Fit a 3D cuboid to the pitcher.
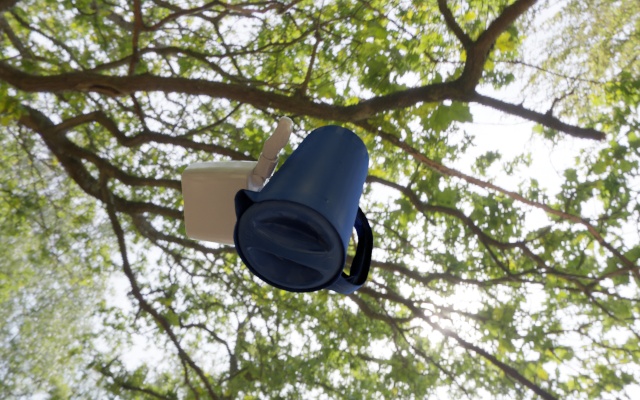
[{"bbox_3d":[0.000,0.002,0.631,0.145,0.149,0.242,3,32,16],"label":"pitcher"}]
